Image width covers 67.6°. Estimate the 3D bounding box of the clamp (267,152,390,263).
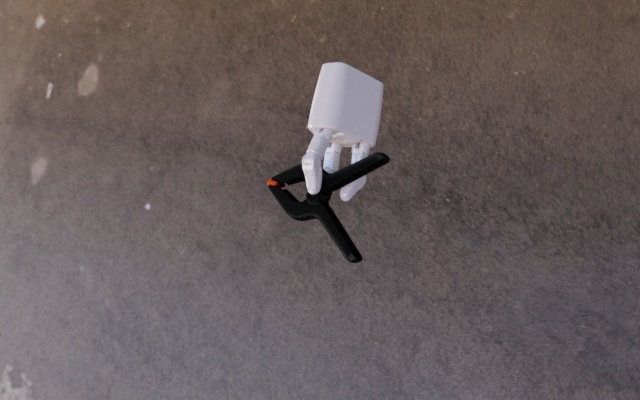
[{"bbox_3d":[-0.001,0.002,0.741,0.210,0.164,0.036,7,-7,35],"label":"clamp"}]
